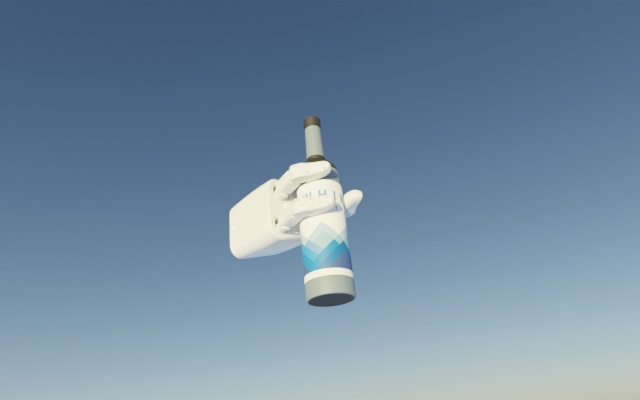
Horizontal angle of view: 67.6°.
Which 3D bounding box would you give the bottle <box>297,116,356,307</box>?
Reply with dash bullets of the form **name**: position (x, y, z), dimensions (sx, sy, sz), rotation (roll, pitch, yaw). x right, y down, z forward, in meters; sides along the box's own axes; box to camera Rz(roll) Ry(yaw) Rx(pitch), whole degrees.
- **bottle**: position (0.000, 0.002, 0.700), dimensions (0.069, 0.295, 0.069), rotation (-5, -27, -3)
